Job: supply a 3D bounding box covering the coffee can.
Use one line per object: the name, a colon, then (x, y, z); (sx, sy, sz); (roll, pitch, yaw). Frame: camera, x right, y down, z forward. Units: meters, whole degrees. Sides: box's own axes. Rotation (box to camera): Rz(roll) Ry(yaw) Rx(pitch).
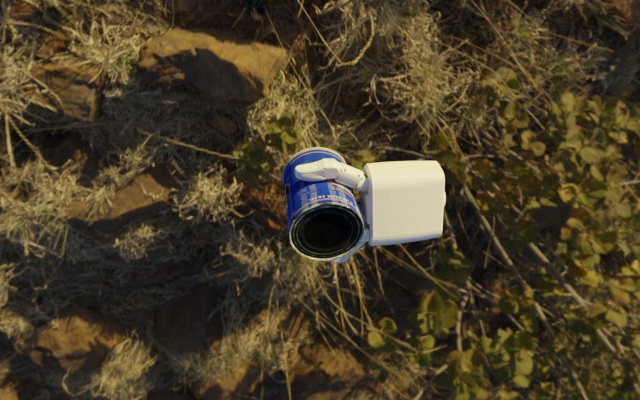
coffee can: (0.000, 0.002, 0.691); (0.103, 0.103, 0.140); (0, 37, -9)
